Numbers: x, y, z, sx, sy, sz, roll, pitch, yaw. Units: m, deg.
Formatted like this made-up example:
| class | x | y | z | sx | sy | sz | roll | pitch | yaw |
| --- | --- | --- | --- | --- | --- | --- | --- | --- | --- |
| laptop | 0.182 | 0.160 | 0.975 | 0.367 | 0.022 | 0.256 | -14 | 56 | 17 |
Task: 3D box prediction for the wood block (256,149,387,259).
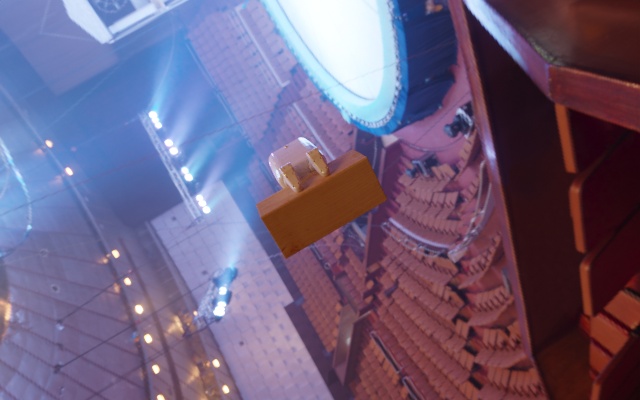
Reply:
| class | x | y | z | sx | sy | sz | roll | pitch | yaw |
| --- | --- | --- | --- | --- | --- | --- | --- | --- | --- |
| wood block | 0.000 | 0.003 | 0.853 | 0.206 | 0.091 | 0.090 | -30 | 20 | -4 |
